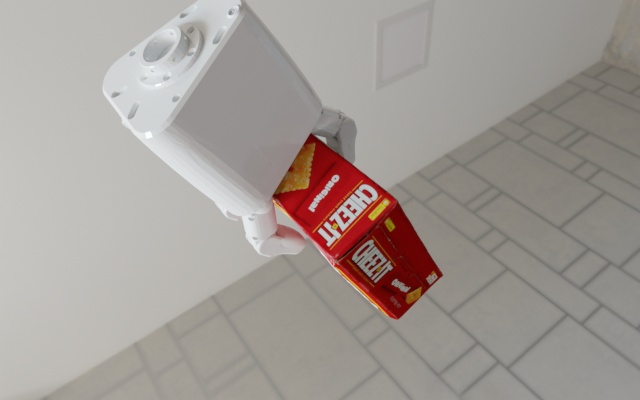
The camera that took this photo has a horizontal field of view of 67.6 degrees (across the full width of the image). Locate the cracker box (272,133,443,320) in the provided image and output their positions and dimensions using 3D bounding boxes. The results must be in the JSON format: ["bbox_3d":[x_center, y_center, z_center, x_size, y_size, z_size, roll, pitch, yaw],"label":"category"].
[{"bbox_3d":[0.000,0.001,0.452,0.213,0.072,0.164,43,-3,37],"label":"cracker box"}]
